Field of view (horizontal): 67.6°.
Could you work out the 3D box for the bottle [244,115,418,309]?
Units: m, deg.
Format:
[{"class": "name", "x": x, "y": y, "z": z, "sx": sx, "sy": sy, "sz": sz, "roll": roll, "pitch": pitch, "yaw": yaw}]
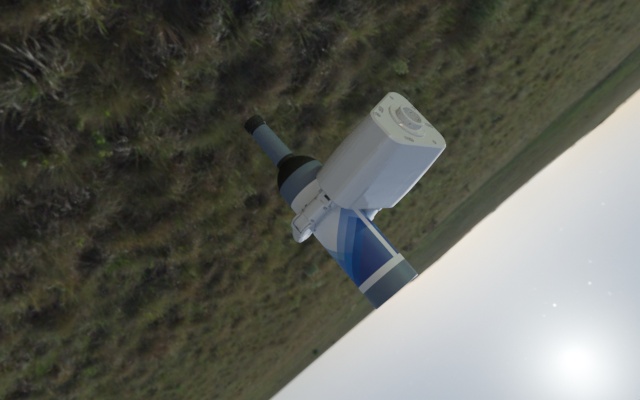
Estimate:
[{"class": "bottle", "x": 0.000, "y": 0.002, "z": 0.612, "sx": 0.069, "sy": 0.295, "sz": 0.069, "roll": -38, "pitch": -14, "yaw": -11}]
